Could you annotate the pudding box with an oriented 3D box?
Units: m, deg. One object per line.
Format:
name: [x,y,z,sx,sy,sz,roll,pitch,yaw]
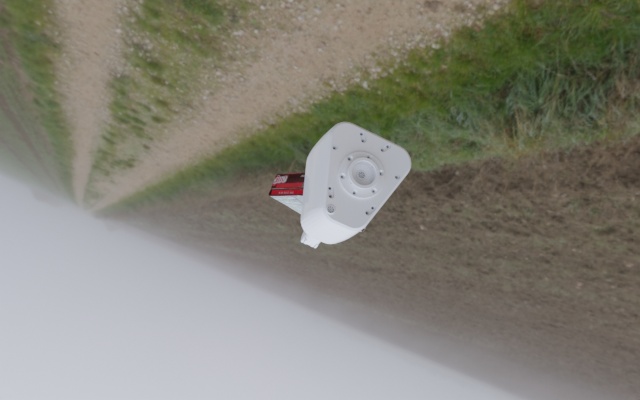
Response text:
pudding box: [0.000,0.002,0.641,0.113,0.039,0.090,34,-19,-34]
